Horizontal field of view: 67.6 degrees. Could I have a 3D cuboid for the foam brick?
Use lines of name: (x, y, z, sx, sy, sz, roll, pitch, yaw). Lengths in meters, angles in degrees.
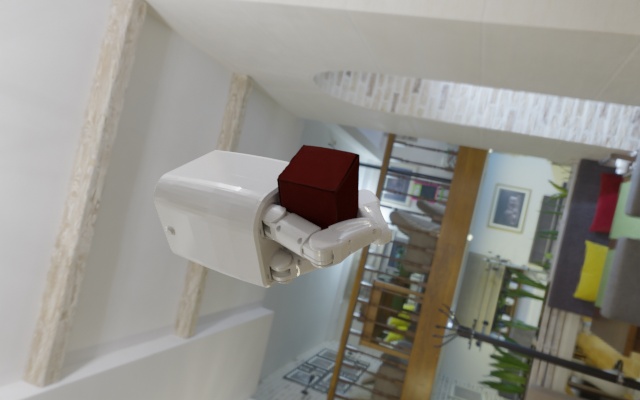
foam brick: (0.000, 0.001, 0.400, 0.051, 0.078, 0.053, 15, 43, 19)
